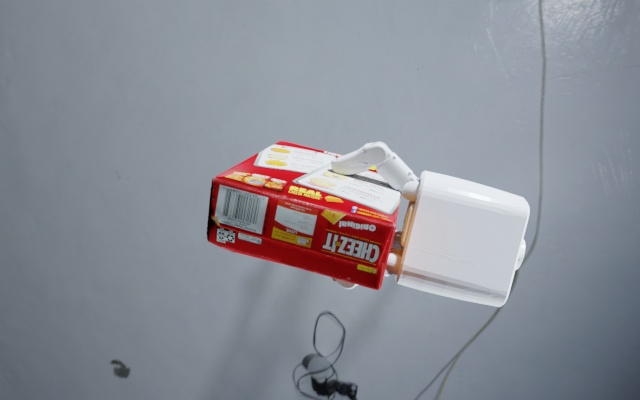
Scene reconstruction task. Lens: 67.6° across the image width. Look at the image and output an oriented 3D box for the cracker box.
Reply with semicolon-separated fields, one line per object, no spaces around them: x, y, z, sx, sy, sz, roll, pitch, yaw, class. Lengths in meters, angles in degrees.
0.000;0.002;0.504;0.164;0.072;0.213;14;18;8;cracker box
